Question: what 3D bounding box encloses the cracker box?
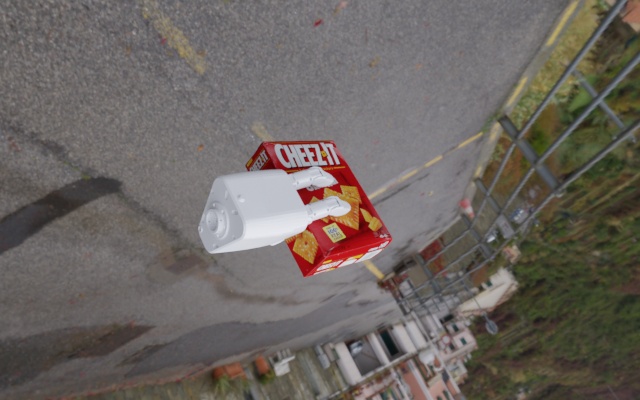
[{"bbox_3d":[0.000,0.003,0.772,0.164,0.213,0.072,-8,-29,-45],"label":"cracker box"}]
